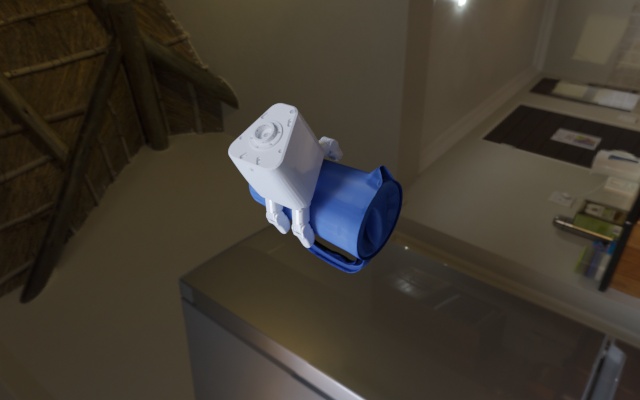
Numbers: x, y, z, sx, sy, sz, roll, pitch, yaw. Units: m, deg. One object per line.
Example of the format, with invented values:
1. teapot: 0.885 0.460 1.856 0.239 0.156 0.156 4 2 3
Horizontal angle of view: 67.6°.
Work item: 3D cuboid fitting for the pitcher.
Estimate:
1. pitcher: 0.000 0.002 0.792 0.243 0.149 0.145 23 -19 30
